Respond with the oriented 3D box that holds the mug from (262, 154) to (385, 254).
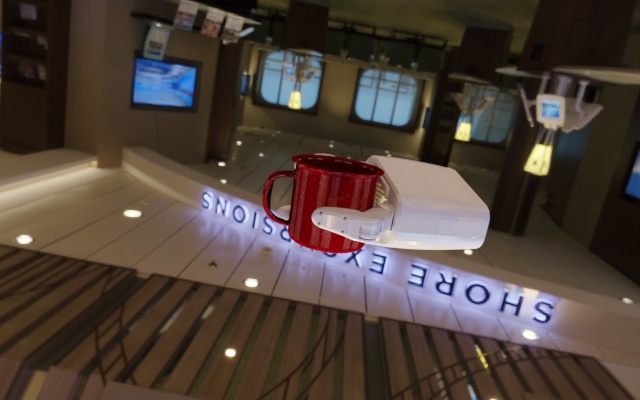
[{"bbox_3d":[-0.001,0.002,0.477,0.117,0.081,0.093,5,14,-16],"label":"mug"}]
